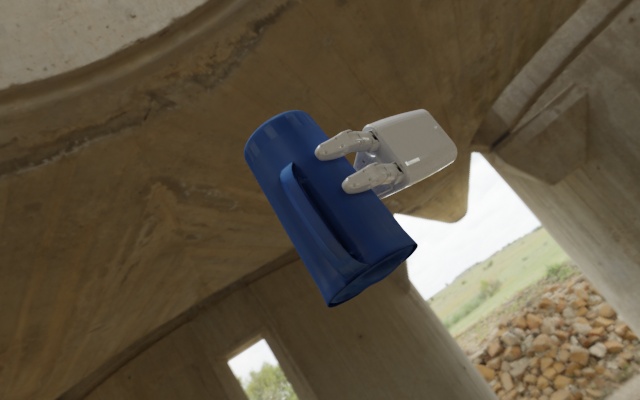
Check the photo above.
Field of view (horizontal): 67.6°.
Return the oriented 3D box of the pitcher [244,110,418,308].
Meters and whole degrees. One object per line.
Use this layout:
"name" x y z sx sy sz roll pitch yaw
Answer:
"pitcher" 0.000 0.002 0.607 0.145 0.242 0.149 -24 -22 -31
